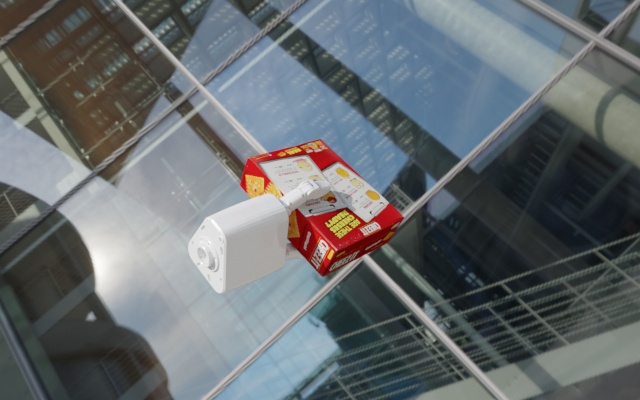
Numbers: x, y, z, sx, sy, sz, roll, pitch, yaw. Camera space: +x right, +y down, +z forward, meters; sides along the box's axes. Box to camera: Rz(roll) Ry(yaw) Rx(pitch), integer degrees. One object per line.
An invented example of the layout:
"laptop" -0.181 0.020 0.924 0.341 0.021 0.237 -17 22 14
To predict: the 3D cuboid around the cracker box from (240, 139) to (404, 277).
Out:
"cracker box" 0.000 0.002 0.767 0.164 0.072 0.213 -21 57 -42
